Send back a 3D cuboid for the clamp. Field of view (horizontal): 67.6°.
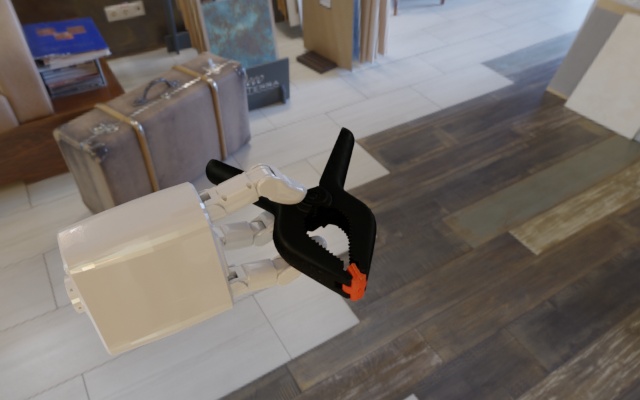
[{"bbox_3d":[0.000,0.001,0.456,0.164,0.036,0.210,-22,48,-20],"label":"clamp"}]
